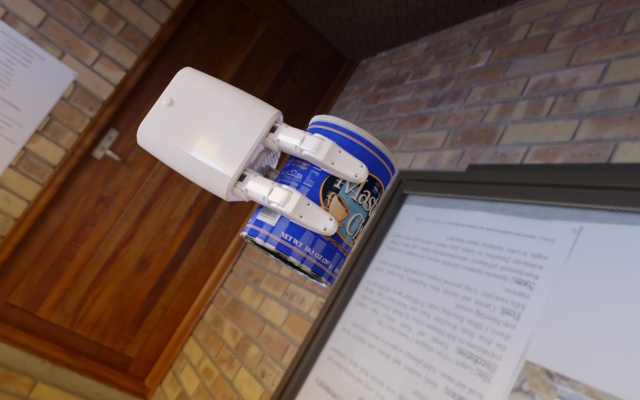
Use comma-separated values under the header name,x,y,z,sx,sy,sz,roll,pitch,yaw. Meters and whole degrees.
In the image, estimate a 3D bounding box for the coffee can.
name,x,y,z,sx,sy,sz,roll,pitch,yaw
coffee can,0.000,0.002,0.478,0.103,0.140,0.103,29,-12,7
